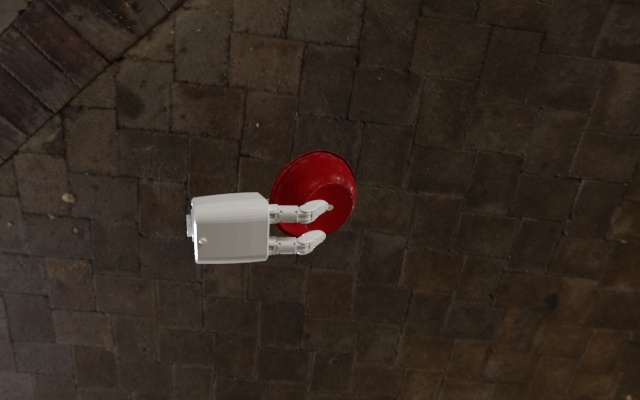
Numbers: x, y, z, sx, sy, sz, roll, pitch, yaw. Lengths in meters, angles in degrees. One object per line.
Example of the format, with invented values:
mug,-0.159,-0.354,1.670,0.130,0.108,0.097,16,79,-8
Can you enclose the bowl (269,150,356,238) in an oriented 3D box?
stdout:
bowl,0.002,0.002,0.779,0.162,0.162,0.055,0,24,-31
